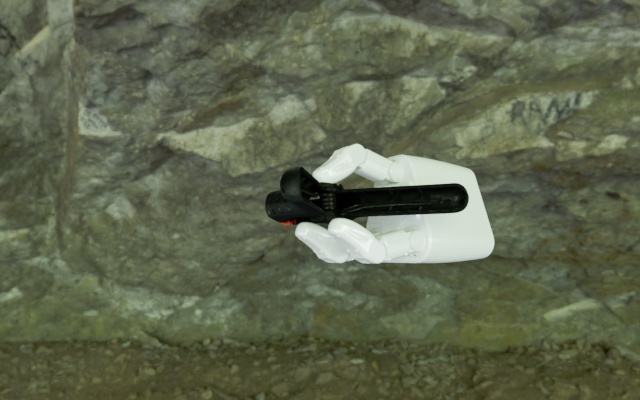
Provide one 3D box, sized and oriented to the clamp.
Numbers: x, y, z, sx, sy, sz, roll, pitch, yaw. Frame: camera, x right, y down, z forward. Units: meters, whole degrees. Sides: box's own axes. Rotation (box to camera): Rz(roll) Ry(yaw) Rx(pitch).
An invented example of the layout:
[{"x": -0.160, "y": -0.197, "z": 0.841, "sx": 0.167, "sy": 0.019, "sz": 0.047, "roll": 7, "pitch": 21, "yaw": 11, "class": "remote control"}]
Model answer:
[{"x": 0.000, "y": 0.001, "z": 0.434, "sx": 0.164, "sy": 0.036, "sz": 0.210, "roll": 7, "pitch": -9, "yaw": -34, "class": "clamp"}]
